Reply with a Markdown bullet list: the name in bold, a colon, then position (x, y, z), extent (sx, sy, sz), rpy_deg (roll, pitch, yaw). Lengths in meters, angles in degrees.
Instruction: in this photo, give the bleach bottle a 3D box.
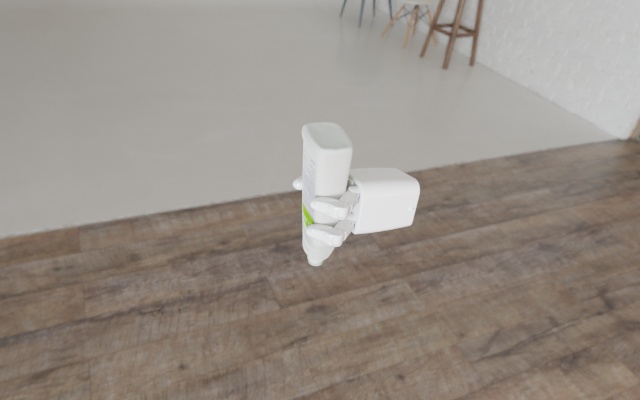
- **bleach bottle**: position (0.000, 0.003, 0.804), extent (0.068, 0.251, 0.102), rpy_deg (-5, 37, -17)
